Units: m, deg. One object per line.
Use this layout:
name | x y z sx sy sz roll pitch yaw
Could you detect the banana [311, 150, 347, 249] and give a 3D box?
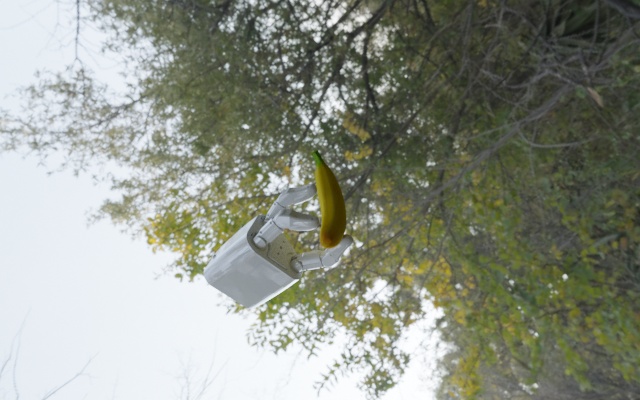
banana | 0.011 0.010 0.724 0.037 0.197 0.070 -34 -50 22
